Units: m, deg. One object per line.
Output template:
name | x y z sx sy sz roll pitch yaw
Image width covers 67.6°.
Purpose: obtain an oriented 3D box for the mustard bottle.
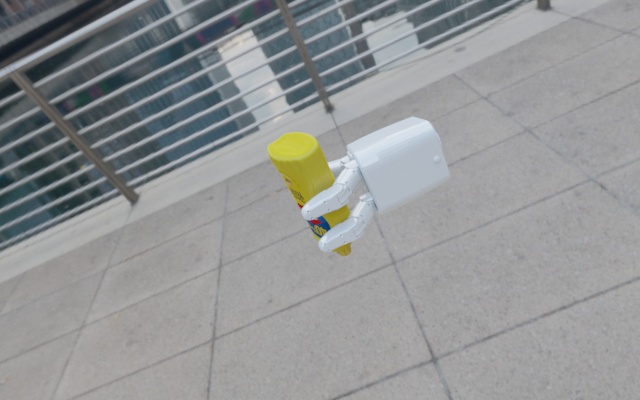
mustard bottle | 0.000 0.002 0.648 0.058 0.192 0.096 -38 32 -18
